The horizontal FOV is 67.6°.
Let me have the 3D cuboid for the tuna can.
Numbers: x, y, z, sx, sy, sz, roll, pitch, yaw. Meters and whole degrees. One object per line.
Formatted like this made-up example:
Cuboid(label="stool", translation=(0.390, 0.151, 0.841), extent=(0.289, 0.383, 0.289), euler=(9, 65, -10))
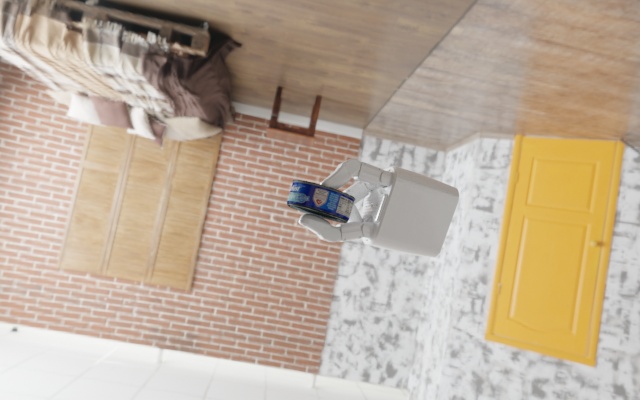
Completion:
Cuboid(label="tuna can", translation=(0.000, 0.003, 0.622), extent=(0.086, 0.033, 0.086), euler=(16, -6, 2))
